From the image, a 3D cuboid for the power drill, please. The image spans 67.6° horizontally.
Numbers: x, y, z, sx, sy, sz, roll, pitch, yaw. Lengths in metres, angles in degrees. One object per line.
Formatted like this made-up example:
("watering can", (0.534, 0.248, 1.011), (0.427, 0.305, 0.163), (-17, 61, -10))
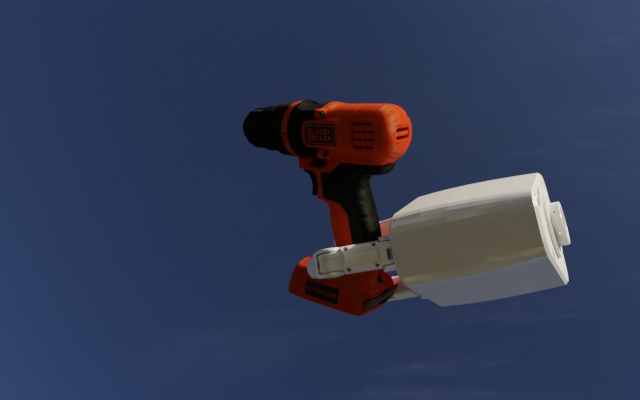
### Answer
("power drill", (0.000, 0.002, 0.446), (0.184, 0.188, 0.057), (10, 22, 43))
